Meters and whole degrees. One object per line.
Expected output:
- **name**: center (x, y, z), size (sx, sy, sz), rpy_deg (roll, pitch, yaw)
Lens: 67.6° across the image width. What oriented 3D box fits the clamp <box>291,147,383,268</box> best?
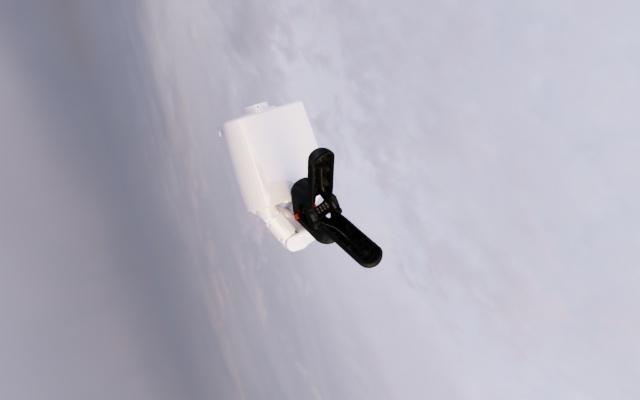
- **clamp**: center (0.001, 0.001, 0.499), size (0.039, 0.120, 0.171), rpy_deg (-23, 13, -20)
